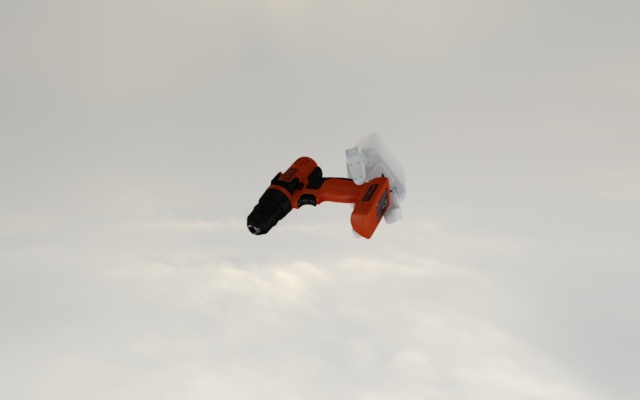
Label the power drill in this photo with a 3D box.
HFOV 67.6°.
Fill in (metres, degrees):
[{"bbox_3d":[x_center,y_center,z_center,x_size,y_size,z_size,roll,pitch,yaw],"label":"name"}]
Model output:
[{"bbox_3d":[0.001,0.002,0.736,0.187,0.057,0.184,13,44,24],"label":"power drill"}]
